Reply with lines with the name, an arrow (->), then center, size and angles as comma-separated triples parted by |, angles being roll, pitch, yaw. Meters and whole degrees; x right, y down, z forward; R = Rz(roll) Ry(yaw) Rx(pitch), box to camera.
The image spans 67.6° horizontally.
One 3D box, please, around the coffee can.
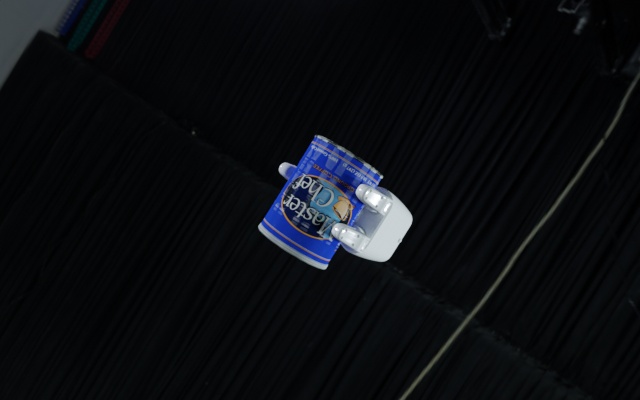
coffee can -> 0.000, 0.002, 0.614 | 0.103, 0.140, 0.103 | 32, 2, -1
